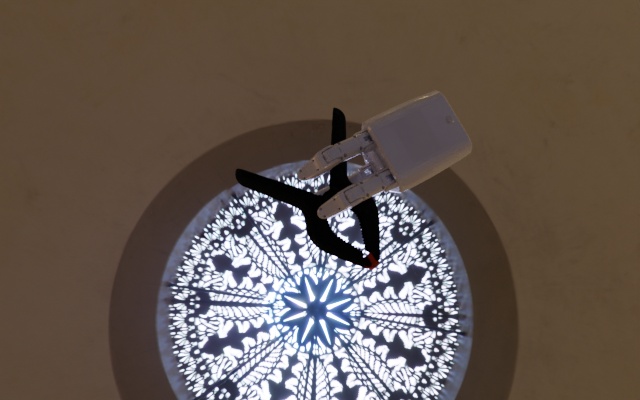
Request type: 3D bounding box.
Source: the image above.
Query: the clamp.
[{"bbox_3d":[0.001,0.003,0.609,0.164,0.210,0.036,-27,-11,-5],"label":"clamp"}]
